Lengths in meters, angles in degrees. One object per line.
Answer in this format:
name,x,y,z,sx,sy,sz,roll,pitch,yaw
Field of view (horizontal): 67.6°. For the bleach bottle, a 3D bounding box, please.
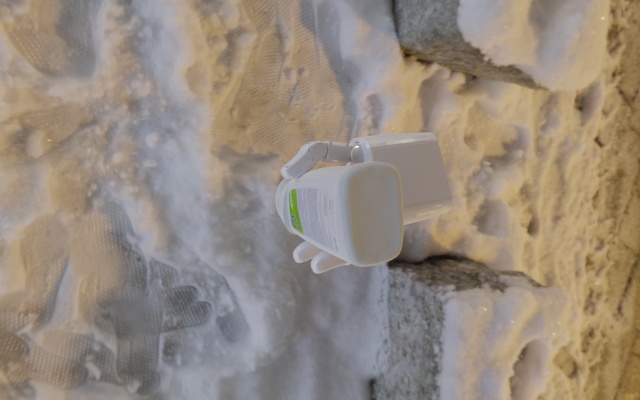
bleach bottle,0.000,0.002,0.557,0.068,0.102,0.251,-9,10,-23
